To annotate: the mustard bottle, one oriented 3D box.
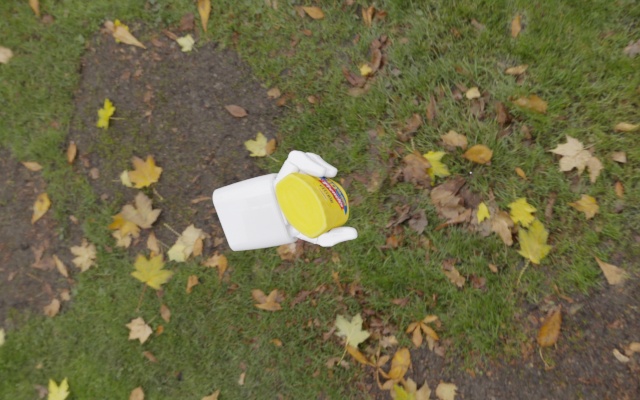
[{"bbox_3d":[0.000,0.002,0.742,0.058,0.096,0.191,-38,-8,16],"label":"mustard bottle"}]
